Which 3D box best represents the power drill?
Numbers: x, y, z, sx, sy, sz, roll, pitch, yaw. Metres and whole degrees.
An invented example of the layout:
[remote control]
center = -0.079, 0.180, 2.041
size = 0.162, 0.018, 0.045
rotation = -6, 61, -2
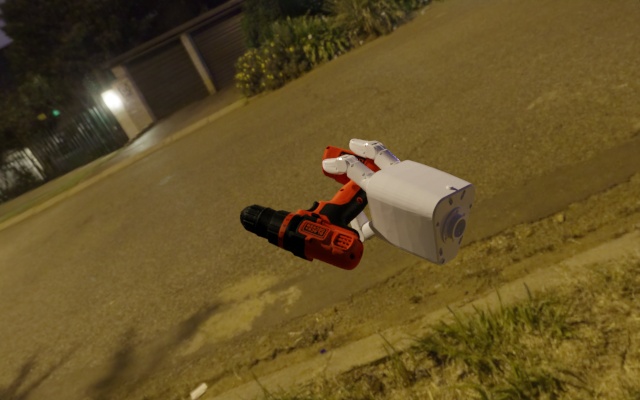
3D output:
[power drill]
center = 0.001, 0.002, 0.695
size = 0.184, 0.187, 0.057
rotation = 20, -37, 18
